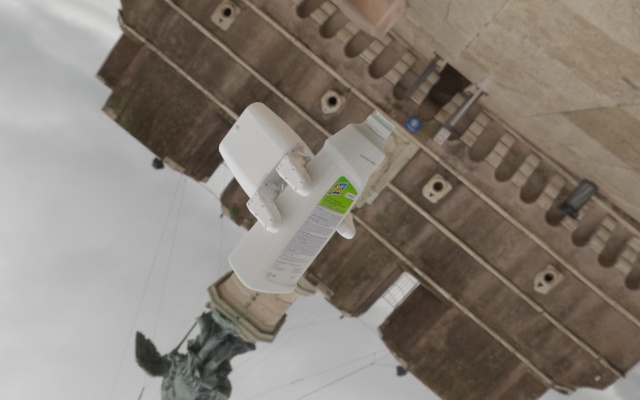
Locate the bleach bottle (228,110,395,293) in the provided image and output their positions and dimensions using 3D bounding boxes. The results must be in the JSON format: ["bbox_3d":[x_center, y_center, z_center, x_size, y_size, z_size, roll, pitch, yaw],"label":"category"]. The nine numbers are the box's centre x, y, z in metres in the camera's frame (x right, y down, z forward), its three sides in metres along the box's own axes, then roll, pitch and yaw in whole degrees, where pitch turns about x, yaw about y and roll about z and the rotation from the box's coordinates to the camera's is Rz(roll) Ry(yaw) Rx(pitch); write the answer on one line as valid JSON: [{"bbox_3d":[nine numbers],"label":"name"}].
[{"bbox_3d":[0.000,0.002,0.574,0.068,0.251,0.102,49,16,31],"label":"bleach bottle"}]
